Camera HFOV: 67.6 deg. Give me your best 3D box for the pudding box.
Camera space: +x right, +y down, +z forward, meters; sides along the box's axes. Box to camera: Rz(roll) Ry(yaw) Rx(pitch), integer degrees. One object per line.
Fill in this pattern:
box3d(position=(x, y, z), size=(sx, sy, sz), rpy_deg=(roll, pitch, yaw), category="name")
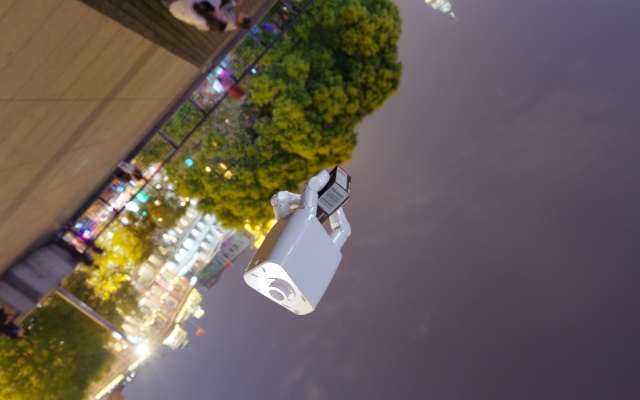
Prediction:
box3d(position=(0.000, 0.003, 0.787), size=(0.113, 0.039, 0.090), rpy_deg=(-42, 14, 18), category="pudding box")
